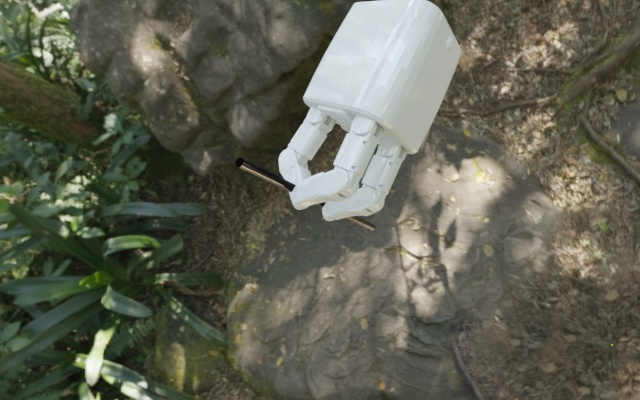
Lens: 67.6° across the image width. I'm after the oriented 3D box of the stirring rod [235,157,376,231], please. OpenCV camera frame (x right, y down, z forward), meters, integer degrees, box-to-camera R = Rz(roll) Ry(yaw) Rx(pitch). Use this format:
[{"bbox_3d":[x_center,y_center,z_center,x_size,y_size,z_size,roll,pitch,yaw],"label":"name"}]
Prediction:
[{"bbox_3d":[0.000,0.001,0.456,0.011,0.011,0.239,0,-14,31],"label":"stirring rod"}]
